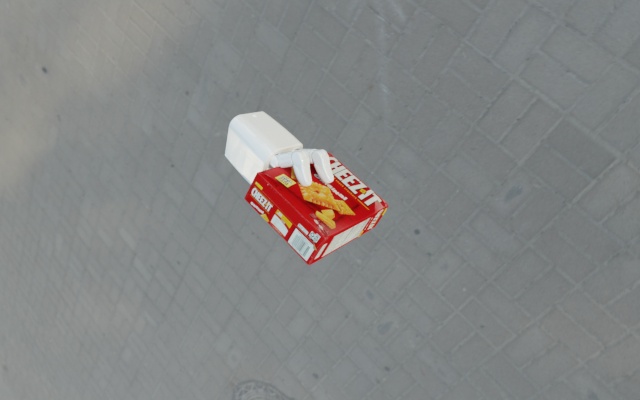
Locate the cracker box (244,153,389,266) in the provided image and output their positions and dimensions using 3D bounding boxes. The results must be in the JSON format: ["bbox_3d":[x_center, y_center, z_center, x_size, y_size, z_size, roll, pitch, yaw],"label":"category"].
[{"bbox_3d":[0.000,0.003,0.842,0.164,0.072,0.213,44,35,18],"label":"cracker box"}]
